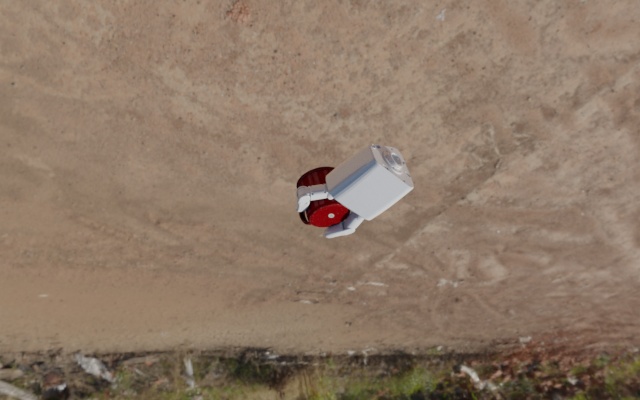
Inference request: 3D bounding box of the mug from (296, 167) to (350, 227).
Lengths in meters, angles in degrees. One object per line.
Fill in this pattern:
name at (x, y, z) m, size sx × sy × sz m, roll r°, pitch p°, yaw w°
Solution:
mug at (-0.001, 0.004, 0.898) m, size 0.093 × 0.081 × 0.117 m, roll 19°, pitch -45°, yaw -42°
